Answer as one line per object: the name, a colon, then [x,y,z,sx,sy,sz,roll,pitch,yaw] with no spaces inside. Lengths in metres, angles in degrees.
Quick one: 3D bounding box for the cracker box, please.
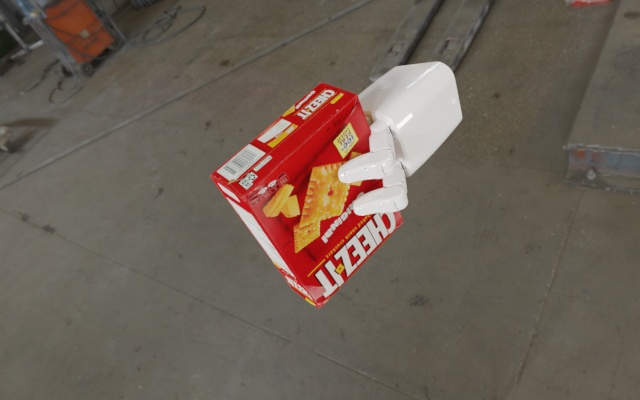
cracker box: [0.000,0.002,0.554,0.072,0.164,0.214,31,-22,44]
